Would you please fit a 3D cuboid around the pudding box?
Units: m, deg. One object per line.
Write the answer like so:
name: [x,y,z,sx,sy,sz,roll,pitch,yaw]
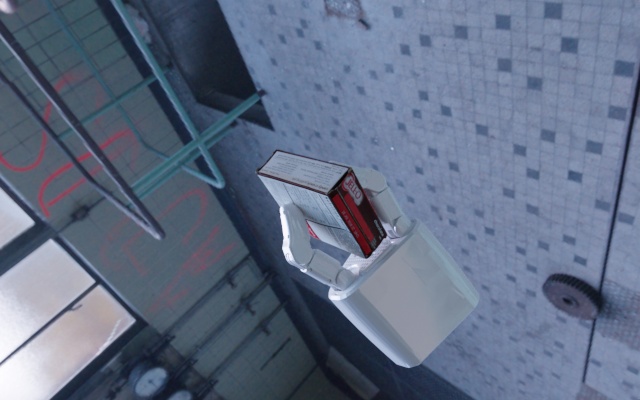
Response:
pudding box: [0.000,0.002,0.459,0.113,0.090,0.039,17,57,45]
